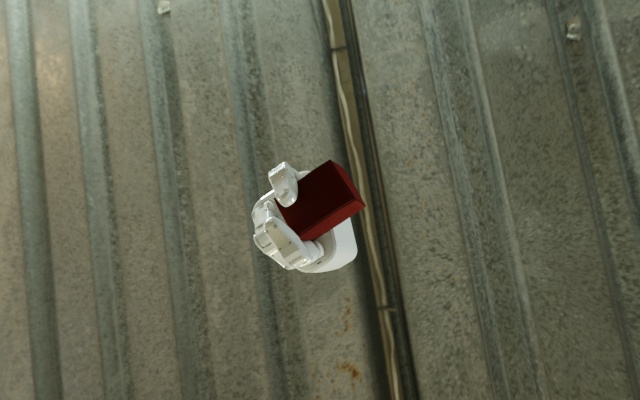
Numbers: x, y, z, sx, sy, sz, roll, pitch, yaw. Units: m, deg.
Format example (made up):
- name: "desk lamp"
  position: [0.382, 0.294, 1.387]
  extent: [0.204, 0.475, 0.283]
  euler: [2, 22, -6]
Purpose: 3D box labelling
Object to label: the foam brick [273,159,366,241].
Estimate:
- name: "foam brick"
  position: [0.000, 0.002, 0.514]
  extent: [0.078, 0.053, 0.051]
  euler: [-33, -18, 13]
